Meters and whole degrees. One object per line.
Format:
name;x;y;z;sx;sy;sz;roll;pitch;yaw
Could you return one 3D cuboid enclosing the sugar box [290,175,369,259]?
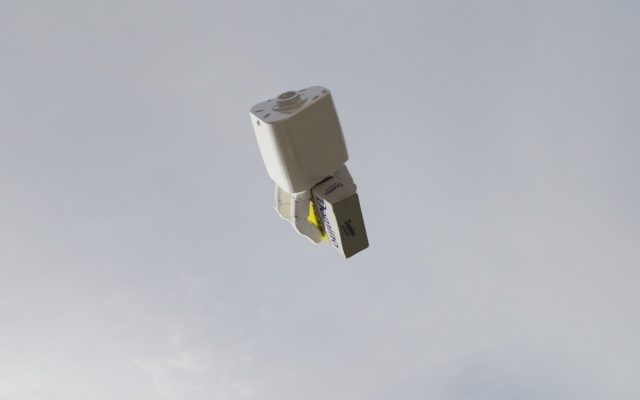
sugar box;0.000;0.002;0.697;0.048;0.093;0.176;-25;33;-16
